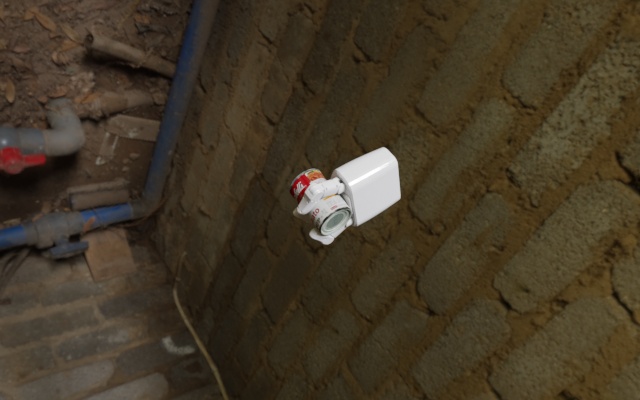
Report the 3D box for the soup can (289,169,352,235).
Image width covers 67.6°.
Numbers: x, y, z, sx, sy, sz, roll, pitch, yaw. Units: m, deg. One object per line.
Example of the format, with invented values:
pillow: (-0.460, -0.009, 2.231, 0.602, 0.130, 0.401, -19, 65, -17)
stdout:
soup can: (0.000, 0.003, 0.840, 0.068, 0.068, 0.102, 0, 43, -48)
